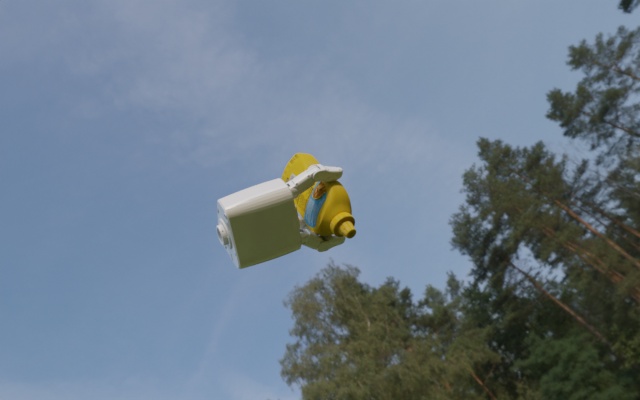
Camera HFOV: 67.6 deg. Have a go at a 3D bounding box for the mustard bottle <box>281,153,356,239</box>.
[{"bbox_3d":[0.000,0.002,0.801,0.058,0.096,0.191,4,29,-37],"label":"mustard bottle"}]
